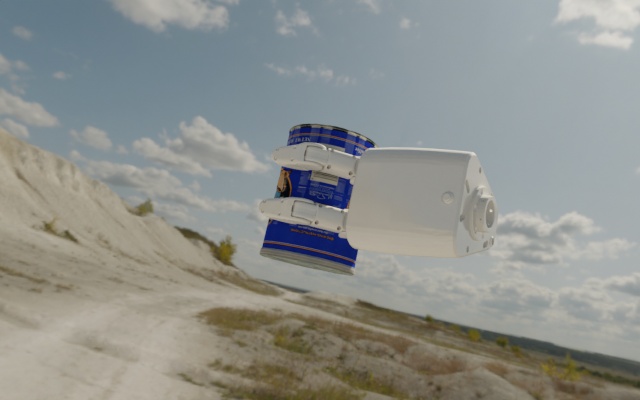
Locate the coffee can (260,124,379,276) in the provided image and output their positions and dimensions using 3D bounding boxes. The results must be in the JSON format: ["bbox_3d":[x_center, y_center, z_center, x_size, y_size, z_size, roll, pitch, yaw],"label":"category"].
[{"bbox_3d":[0.000,0.002,0.518,0.103,0.140,0.103,12,-11,2],"label":"coffee can"}]
